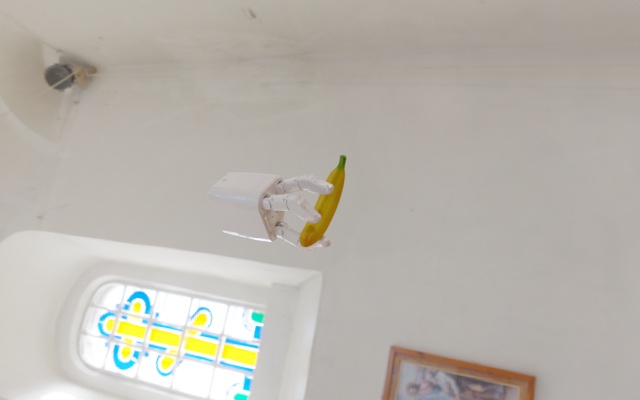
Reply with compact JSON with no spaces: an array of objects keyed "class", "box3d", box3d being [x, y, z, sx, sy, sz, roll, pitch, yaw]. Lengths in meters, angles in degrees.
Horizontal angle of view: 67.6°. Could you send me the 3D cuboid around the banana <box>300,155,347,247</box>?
[{"class":"banana","box3d":[0.004,0.011,0.843,0.037,0.197,0.070,10,-34,19]}]
